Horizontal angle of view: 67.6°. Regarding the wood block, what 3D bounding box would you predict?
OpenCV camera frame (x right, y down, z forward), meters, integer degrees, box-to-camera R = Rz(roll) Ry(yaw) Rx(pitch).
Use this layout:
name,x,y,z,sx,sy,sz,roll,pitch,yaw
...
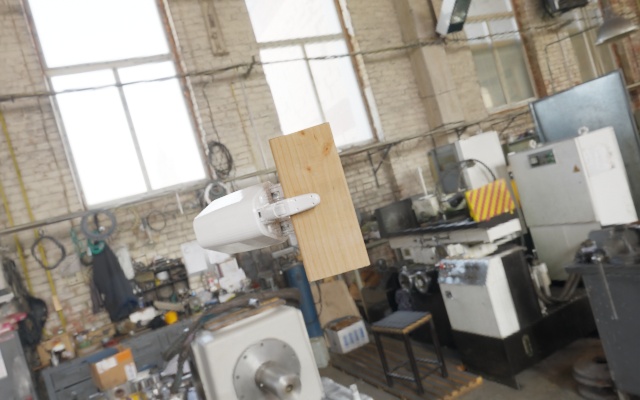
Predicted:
name,x,y,z,sx,sy,sz,roll,pitch,yaw
wood block,0.000,0.002,0.699,0.090,0.206,0.091,-16,0,3
